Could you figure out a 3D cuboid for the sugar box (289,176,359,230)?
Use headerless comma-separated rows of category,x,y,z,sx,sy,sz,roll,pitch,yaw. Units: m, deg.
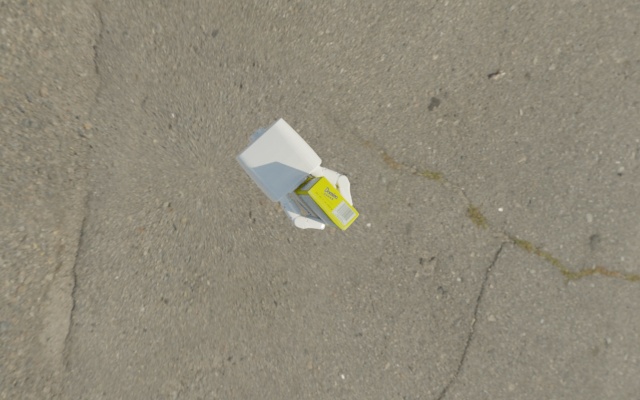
sugar box,0.000,0.002,0.872,0.048,0.093,0.176,-44,12,-8
